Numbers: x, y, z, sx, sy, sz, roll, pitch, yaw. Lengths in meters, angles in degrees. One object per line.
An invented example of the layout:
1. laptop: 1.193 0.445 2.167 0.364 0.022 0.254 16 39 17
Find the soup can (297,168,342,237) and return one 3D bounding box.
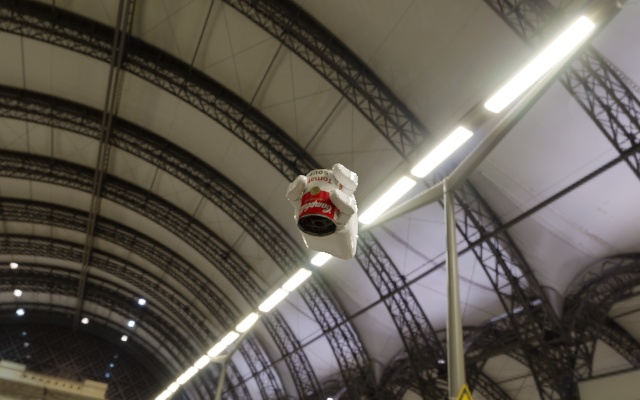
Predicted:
1. soup can: 0.000 0.002 0.834 0.068 0.102 0.069 6 -35 4
